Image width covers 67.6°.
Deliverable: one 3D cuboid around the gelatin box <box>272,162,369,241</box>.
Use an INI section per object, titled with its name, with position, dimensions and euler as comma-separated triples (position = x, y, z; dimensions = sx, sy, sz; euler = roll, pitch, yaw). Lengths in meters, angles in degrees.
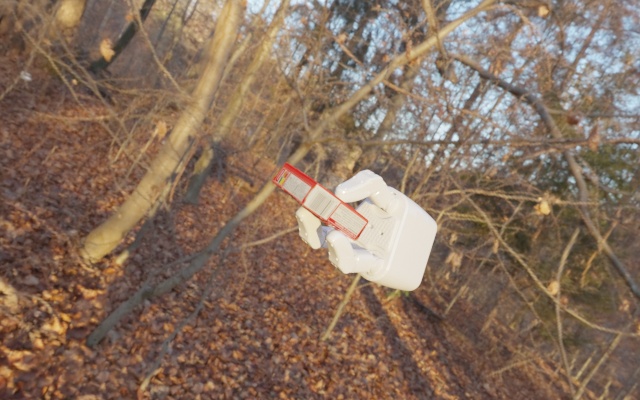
[gelatin box]
position = 0.000, 0.001, 0.516
dimensions = 0.089, 0.030, 0.073
euler = 35, 1, -37
